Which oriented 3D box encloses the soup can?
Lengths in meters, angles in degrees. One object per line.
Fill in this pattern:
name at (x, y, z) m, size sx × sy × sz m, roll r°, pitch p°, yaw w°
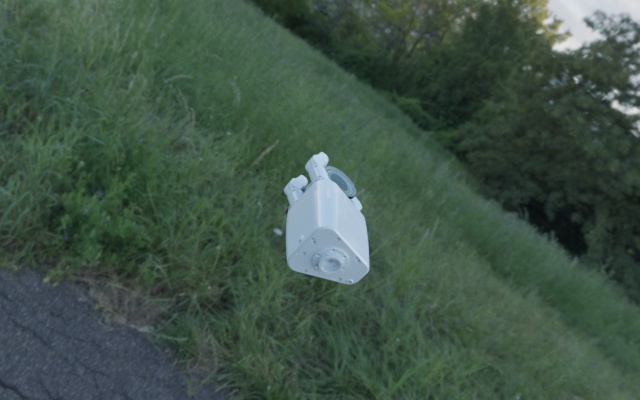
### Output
soup can at (0.000, 0.002, 0.766) m, size 0.102 × 0.068 × 0.068 m, roll -47°, pitch -26°, yaw 28°
